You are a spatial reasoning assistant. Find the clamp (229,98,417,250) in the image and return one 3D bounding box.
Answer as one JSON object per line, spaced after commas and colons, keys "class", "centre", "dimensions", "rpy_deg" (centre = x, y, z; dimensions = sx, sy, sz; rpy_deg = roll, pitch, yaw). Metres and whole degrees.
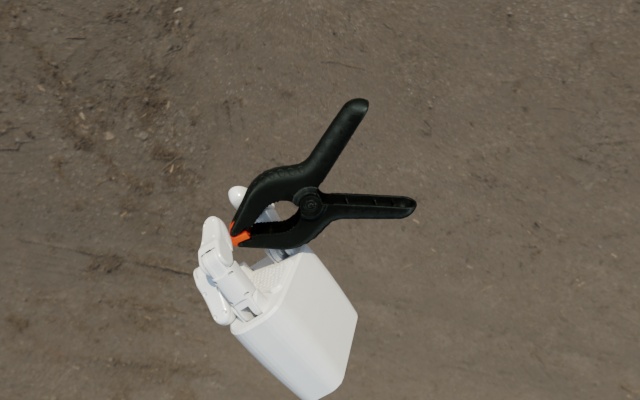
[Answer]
{"class": "clamp", "centre": [0.000, 0.002, 0.431], "dimensions": [0.171, 0.120, 0.039], "rpy_deg": [-34, 18, 13]}
